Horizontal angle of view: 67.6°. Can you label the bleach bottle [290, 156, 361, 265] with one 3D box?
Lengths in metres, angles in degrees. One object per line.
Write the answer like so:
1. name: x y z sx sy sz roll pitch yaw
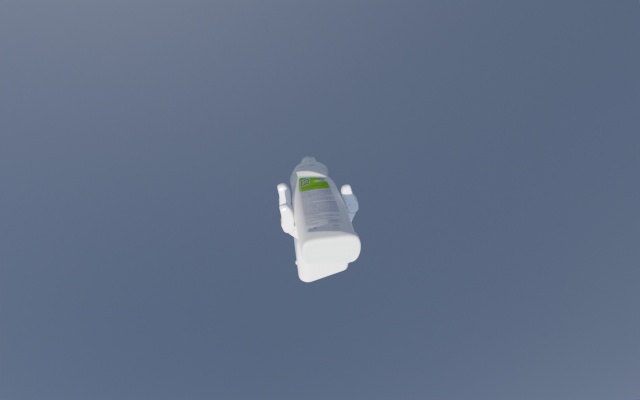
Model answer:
1. bleach bottle: 0.000 0.003 0.874 0.102 0.068 0.250 -4 42 -6
